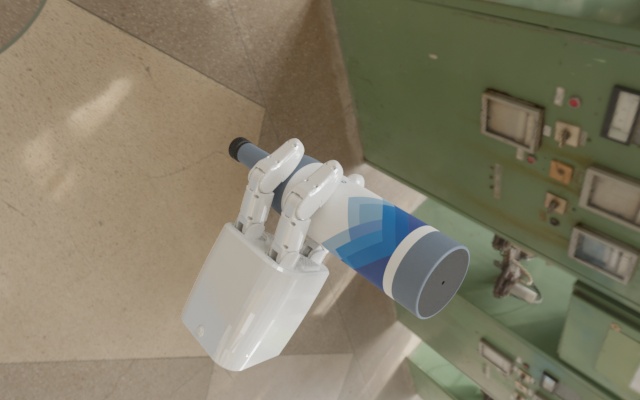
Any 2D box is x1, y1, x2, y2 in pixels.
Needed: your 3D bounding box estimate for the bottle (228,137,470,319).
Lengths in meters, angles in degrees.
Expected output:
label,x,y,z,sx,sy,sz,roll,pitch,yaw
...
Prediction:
label,x,y,z,sx,sy,sz,roll,pitch,yaw
bottle,0.000,0.002,0.462,0.069,0.069,0.295,0,25,-46
